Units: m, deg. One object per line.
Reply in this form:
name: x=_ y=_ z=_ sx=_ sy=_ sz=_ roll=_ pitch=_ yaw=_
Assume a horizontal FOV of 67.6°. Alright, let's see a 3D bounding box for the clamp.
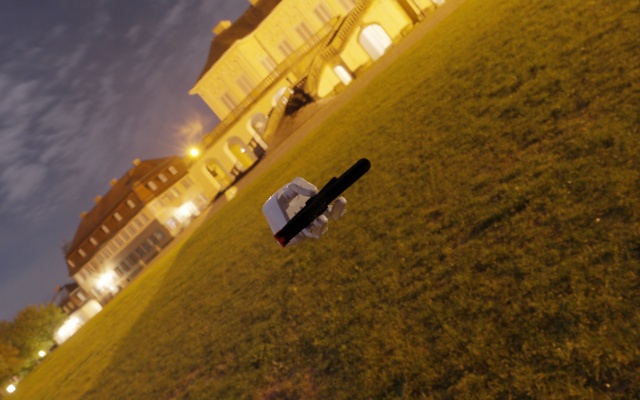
clamp: x=-0.001 y=0.003 z=0.872 sx=0.210 sy=0.036 sz=0.164 roll=-44 pitch=4 yaw=-28
